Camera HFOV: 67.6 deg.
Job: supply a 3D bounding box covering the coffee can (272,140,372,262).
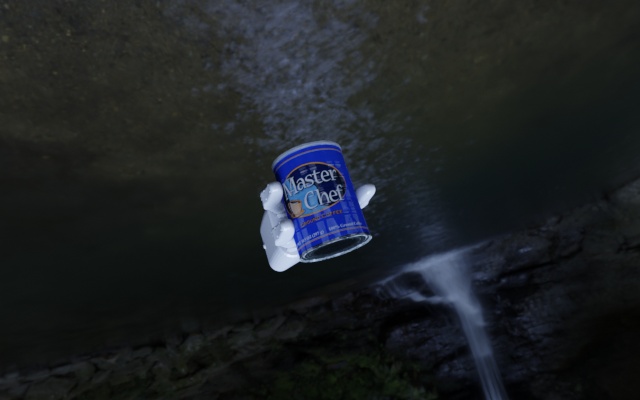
[{"bbox_3d":[0.000,0.002,0.662,0.103,0.140,0.103,-16,-17,-5],"label":"coffee can"}]
